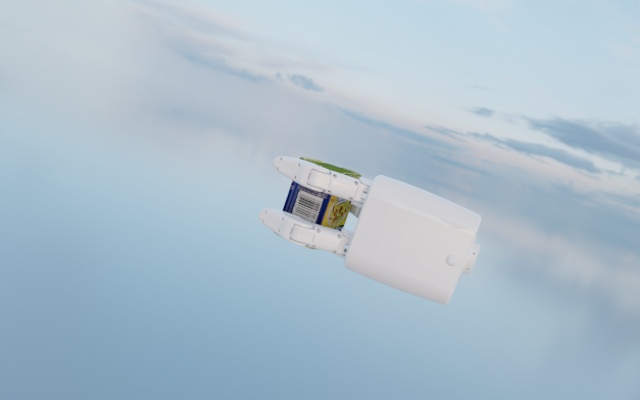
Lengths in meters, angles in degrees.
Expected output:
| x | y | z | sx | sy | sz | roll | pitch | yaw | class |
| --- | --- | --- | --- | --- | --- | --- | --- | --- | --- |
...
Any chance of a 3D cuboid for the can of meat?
| x | y | z | sx | sy | sz | roll | pitch | yaw | class |
| --- | --- | --- | --- | --- | --- | --- | --- | --- | --- |
| 0.000 | 0.001 | 0.526 | 0.057 | 0.084 | 0.102 | 22 | 9 | 19 | can of meat |
